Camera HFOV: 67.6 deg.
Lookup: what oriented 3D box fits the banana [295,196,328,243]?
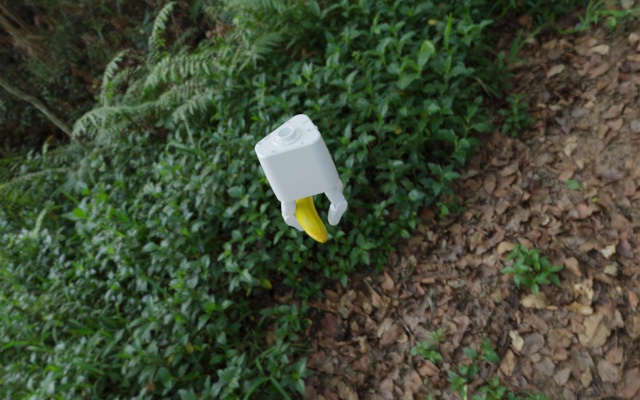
[{"bbox_3d":[-0.018,0.001,0.886,0.069,0.037,0.197,-2,42,5],"label":"banana"}]
